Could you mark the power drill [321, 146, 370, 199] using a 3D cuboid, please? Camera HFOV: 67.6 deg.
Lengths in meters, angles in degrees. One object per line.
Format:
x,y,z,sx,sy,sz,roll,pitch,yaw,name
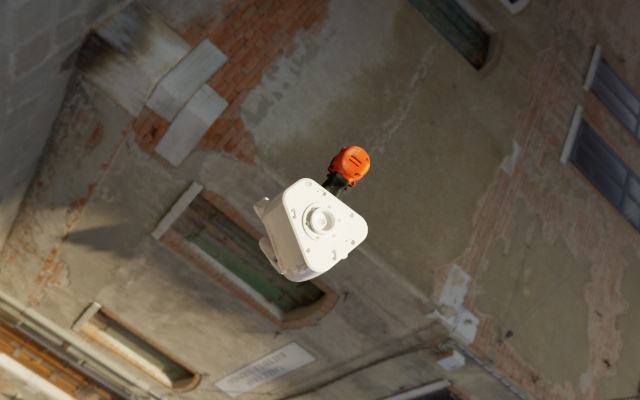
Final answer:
0.000,0.003,0.747,0.057,0.187,0.184,35,-5,0,power drill
